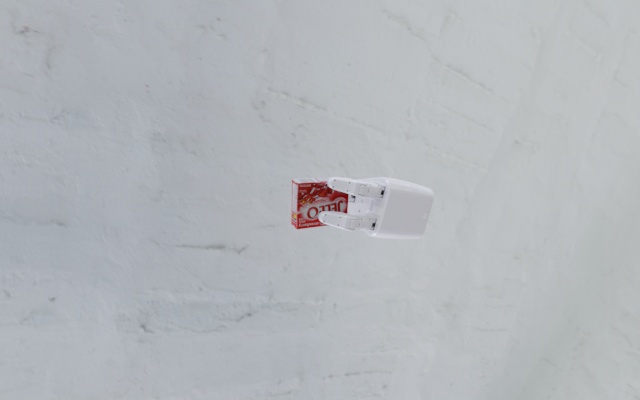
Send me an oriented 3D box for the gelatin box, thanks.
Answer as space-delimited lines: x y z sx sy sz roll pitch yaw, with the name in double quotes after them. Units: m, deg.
0.000 0.002 0.740 0.089 0.073 0.030 -5 18 -24 "gelatin box"
